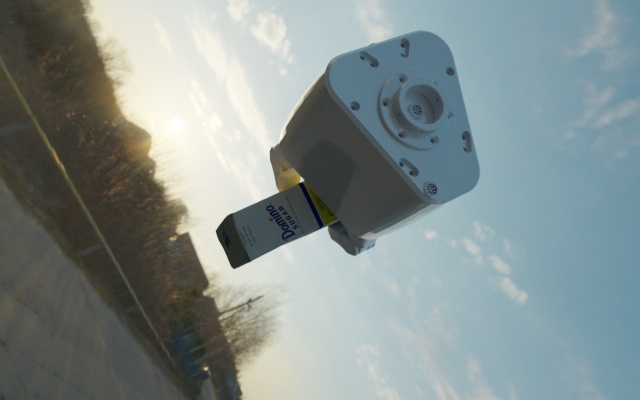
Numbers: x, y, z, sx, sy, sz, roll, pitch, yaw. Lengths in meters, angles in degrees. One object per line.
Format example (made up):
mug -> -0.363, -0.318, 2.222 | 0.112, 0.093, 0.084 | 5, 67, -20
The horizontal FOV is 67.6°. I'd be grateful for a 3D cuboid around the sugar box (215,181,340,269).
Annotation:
sugar box -> 0.000, 0.001, 0.417 | 0.176, 0.048, 0.093 | -22, -3, -22
